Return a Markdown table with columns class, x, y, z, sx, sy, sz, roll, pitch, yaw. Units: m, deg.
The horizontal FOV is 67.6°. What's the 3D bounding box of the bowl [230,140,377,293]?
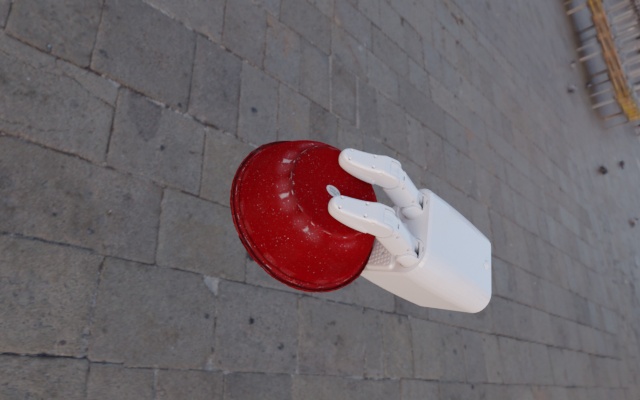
| class | x | y | z | sx | sy | sz | roll | pitch | yaw |
| --- | --- | --- | --- | --- | --- | --- | --- | --- | --- |
| bowl | -0.001 | 0.001 | 0.450 | 0.162 | 0.162 | 0.055 | 0 | -24 | -34 |
